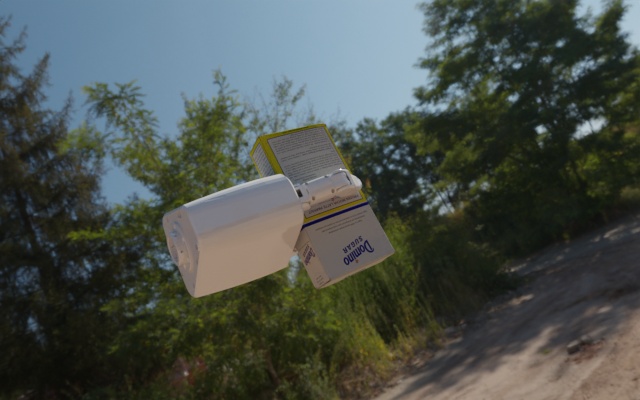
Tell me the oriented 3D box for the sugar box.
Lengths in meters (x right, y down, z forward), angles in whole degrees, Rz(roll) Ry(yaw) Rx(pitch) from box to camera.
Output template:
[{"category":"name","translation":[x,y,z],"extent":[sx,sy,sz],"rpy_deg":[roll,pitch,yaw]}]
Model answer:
[{"category":"sugar box","translation":[0.000,0.002,0.537],"extent":[0.093,0.176,0.048],"rpy_deg":[-18,-15,-31]}]
